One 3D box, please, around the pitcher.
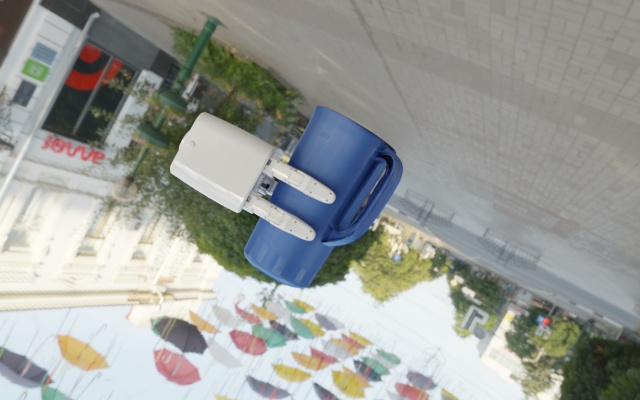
[{"bbox_3d":[0.000,0.002,0.676,0.145,0.243,0.149,30,2,-4],"label":"pitcher"}]
